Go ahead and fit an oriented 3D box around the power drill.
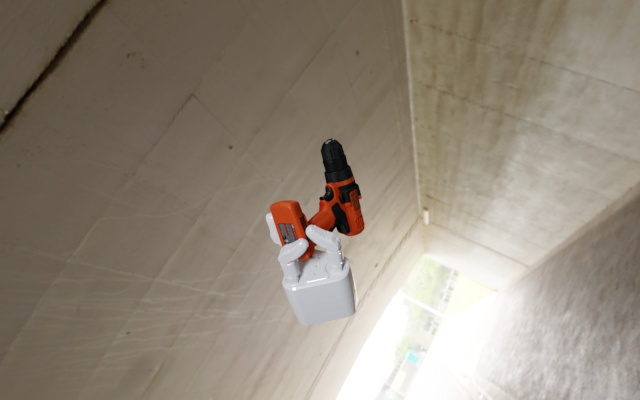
[{"bbox_3d":[0.000,0.003,0.822,0.057,0.184,0.187,-4,20,43],"label":"power drill"}]
